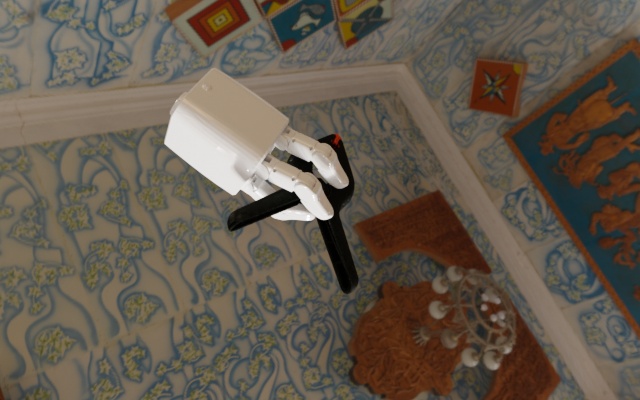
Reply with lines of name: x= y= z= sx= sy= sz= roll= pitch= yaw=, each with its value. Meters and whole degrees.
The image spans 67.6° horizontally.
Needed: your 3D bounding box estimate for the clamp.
clamp: x=0.000 y=0.002 z=0.582 sx=0.164 sy=0.209 sz=0.036 roll=37 pitch=-42 yaw=-11
